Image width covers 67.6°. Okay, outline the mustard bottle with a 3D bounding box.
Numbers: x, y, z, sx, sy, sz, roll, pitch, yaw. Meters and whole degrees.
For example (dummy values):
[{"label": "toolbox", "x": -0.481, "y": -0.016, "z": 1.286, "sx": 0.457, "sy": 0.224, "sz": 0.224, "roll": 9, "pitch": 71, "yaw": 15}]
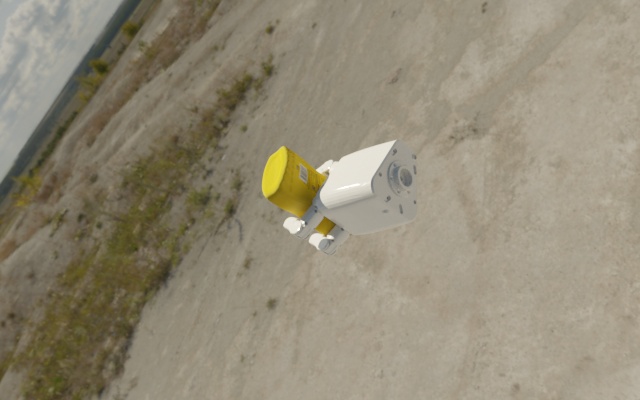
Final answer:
[{"label": "mustard bottle", "x": 0.000, "y": 0.002, "z": 0.737, "sx": 0.192, "sy": 0.096, "sz": 0.058, "roll": 35, "pitch": -55, "yaw": -30}]
